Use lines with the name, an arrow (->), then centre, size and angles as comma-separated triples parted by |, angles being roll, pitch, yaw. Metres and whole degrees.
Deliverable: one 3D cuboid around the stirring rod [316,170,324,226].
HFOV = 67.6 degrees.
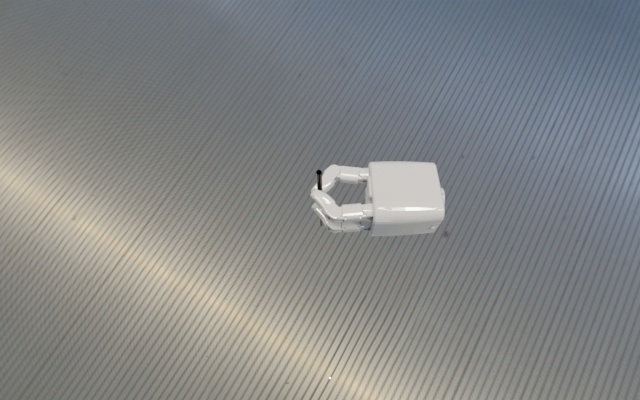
stirring rod -> 0.000, 0.003, 0.779 | 0.011, 0.011, 0.240 | 0, -20, 1
